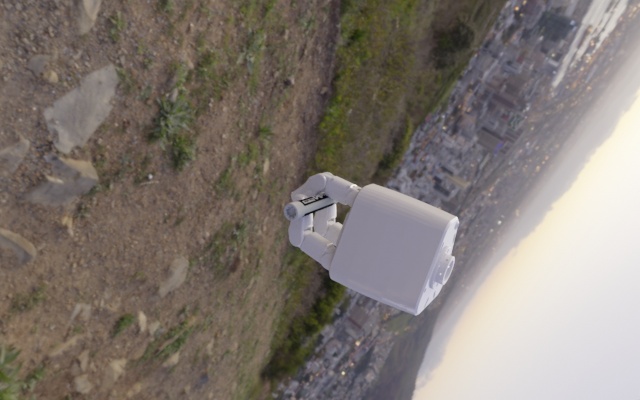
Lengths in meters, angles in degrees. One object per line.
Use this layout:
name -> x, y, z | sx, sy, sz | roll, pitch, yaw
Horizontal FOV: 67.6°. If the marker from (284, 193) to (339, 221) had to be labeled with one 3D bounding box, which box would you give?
marker -> 0.000, 0.002, 0.553 | 0.020, 0.020, 0.121 | 0, 10, 32
